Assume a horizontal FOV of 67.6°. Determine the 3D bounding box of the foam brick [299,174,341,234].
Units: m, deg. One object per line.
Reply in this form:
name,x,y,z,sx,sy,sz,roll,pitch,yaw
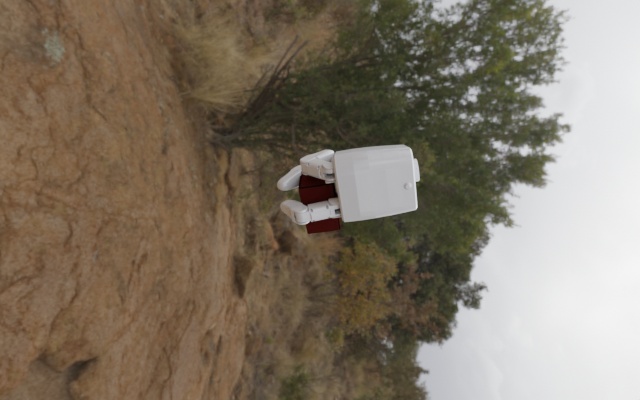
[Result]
foam brick,0.000,0.003,0.706,0.051,0.078,0.053,-8,26,5
